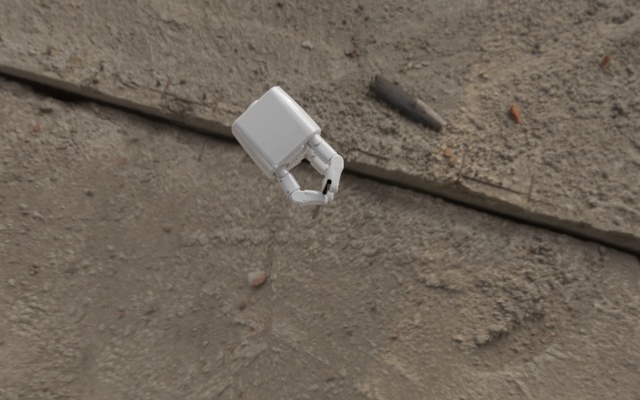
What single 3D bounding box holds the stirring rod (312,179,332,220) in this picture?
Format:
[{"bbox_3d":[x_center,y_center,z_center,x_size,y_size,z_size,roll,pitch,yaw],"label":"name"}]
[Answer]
[{"bbox_3d":[0.000,0.003,0.835,0.011,0.011,0.239,0,-15,-7],"label":"stirring rod"}]
